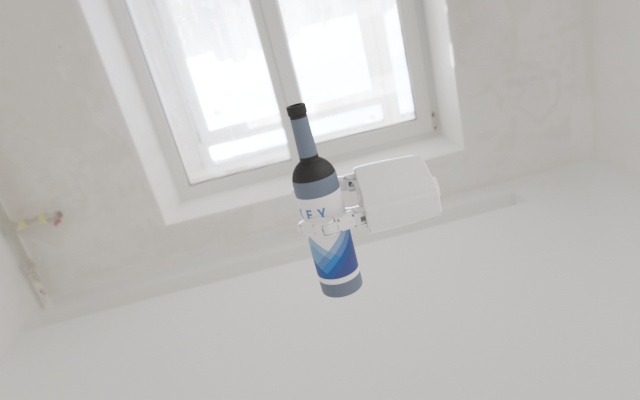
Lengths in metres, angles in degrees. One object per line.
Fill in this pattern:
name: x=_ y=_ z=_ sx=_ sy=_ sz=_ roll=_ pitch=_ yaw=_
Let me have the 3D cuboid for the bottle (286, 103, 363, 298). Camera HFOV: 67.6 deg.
bottle: x=0.000 y=0.003 z=0.709 sx=0.069 sy=0.296 sz=0.069 roll=-13 pitch=20 yaw=5
